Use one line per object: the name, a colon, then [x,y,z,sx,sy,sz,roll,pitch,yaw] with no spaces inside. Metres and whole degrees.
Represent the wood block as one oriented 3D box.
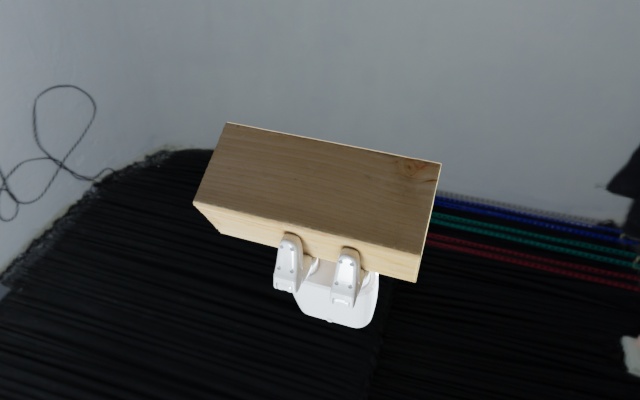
wood block: [0.000,0.001,0.459,0.206,0.090,0.090,12,-21,13]
